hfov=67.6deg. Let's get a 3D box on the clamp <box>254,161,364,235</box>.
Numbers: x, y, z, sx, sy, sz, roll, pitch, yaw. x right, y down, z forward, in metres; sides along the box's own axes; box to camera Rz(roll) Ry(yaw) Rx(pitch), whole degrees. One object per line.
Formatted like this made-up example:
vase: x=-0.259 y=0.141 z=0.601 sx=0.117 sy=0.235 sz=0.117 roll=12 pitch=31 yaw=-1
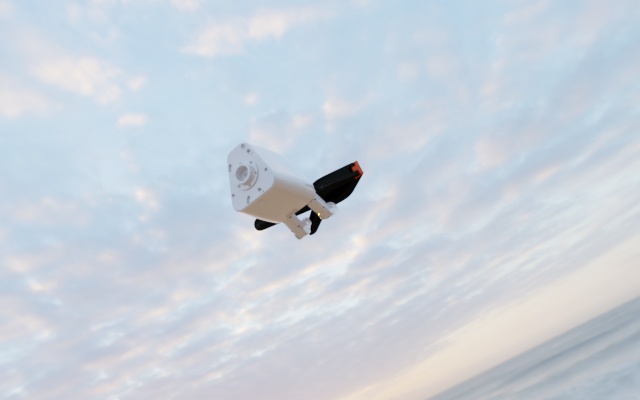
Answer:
clamp: x=0.000 y=0.002 z=0.878 sx=0.210 sy=0.036 sz=0.164 roll=-36 pitch=-26 yaw=21
